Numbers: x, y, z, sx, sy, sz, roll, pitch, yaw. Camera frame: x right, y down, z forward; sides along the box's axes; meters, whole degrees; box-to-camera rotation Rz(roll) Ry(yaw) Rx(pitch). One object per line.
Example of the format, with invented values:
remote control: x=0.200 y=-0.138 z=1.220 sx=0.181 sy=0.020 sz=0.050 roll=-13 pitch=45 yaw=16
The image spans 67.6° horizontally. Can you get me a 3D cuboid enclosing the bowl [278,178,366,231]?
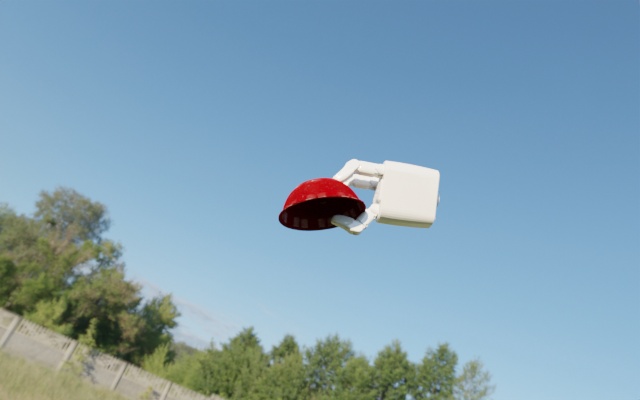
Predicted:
bowl: x=-0.001 y=0.002 z=0.879 sx=0.162 sy=0.055 sz=0.162 roll=-7 pitch=-23 yaw=-3
